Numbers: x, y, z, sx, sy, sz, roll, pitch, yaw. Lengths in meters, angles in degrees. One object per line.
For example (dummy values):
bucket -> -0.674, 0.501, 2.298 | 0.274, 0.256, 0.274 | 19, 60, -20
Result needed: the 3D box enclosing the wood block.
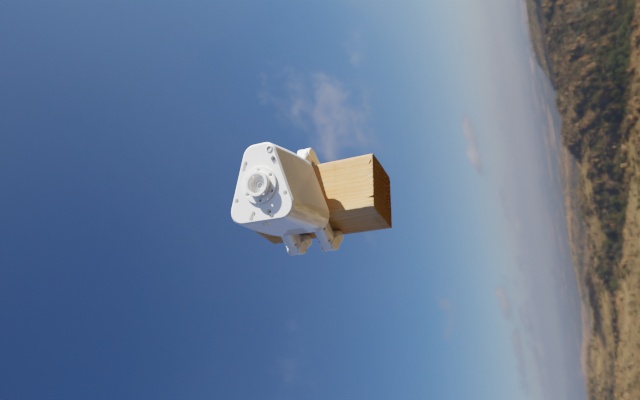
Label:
wood block -> 0.000, 0.002, 0.754 | 0.206, 0.090, 0.090 | -9, -27, 23
